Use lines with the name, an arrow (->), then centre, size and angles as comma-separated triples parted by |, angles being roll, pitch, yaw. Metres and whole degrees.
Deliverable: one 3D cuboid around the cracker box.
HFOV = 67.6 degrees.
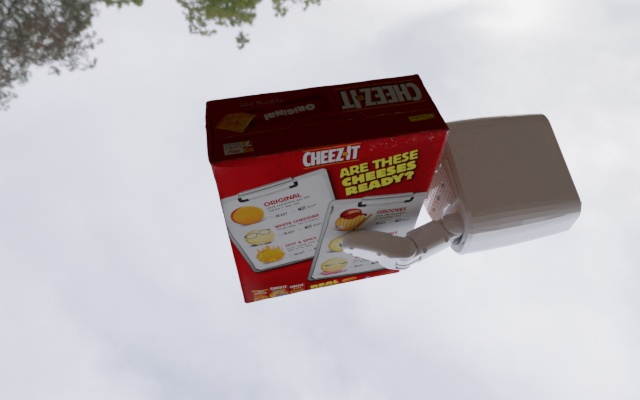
cracker box -> 0.000, 0.002, 0.415 | 0.164, 0.072, 0.214 | -10, -35, -9
